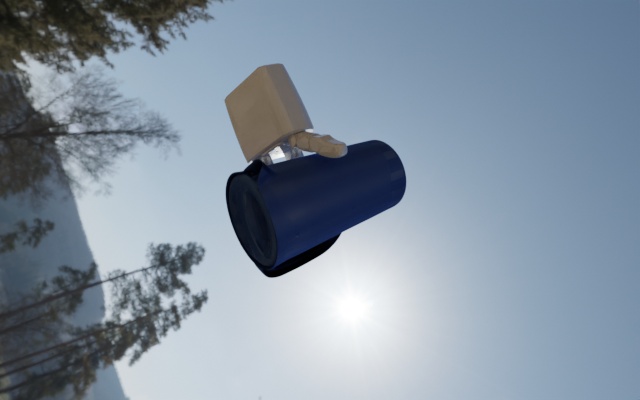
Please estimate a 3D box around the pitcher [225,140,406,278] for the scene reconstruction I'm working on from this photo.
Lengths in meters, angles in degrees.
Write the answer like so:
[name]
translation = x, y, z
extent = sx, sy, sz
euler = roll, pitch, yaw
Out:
[pitcher]
translation = 0.000, 0.002, 0.676
extent = 0.243, 0.145, 0.149
euler = -20, -8, -31
